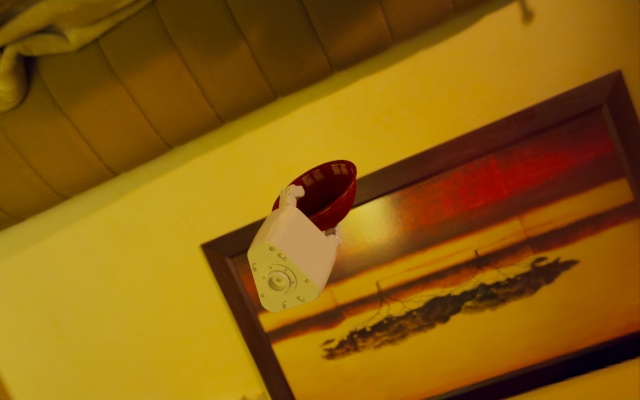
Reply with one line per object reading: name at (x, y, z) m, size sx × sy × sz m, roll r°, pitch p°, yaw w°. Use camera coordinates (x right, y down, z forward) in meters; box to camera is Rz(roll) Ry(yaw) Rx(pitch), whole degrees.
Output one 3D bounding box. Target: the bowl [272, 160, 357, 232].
bowl at (0.001, 0.002, 0.795) m, size 0.162 × 0.055 × 0.162 m, roll -26°, pitch 29°, yaw 15°
